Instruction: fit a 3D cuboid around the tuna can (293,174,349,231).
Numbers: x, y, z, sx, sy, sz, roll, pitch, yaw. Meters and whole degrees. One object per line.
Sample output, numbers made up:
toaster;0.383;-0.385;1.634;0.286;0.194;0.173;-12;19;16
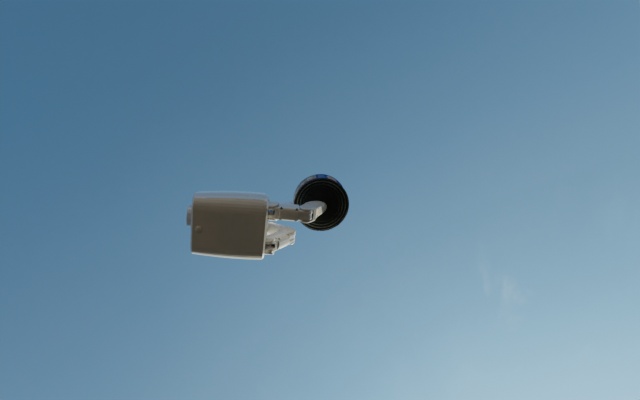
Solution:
tuna can;0.000;0.002;0.750;0.086;0.086;0.033;0;17;-6
